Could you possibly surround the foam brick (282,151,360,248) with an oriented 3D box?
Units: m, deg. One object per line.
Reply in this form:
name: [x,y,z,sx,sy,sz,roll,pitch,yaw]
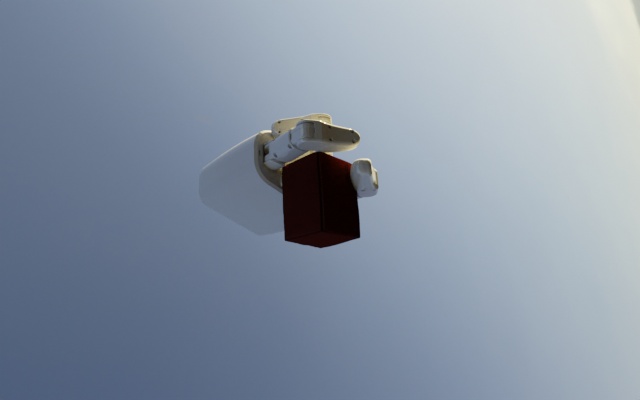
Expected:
foam brick: [0.000,0.002,0.454,0.051,0.078,0.053,-20,-26,39]
